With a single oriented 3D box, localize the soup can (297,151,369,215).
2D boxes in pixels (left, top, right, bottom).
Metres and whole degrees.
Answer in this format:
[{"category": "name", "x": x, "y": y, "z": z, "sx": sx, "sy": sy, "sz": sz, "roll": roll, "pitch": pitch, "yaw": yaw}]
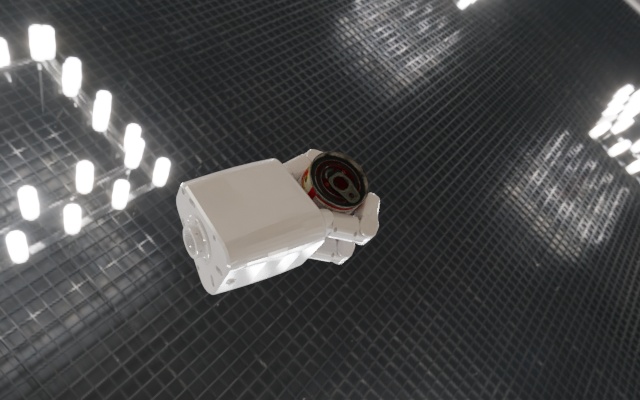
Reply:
[{"category": "soup can", "x": 0.000, "y": 0.002, "z": 0.530, "sx": 0.068, "sy": 0.068, "sz": 0.102, "roll": 0, "pitch": -29, "yaw": -27}]
